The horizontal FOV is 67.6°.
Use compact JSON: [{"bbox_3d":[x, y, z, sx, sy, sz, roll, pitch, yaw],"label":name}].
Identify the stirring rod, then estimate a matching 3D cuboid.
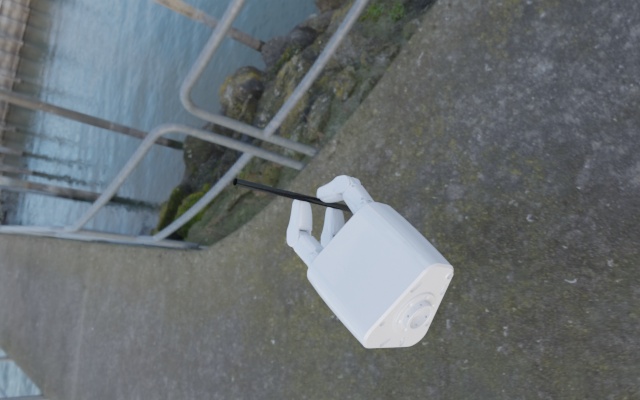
[{"bbox_3d":[0.000,0.002,0.573,0.239,0.011,0.011,13,-9,-41],"label":"stirring rod"}]
